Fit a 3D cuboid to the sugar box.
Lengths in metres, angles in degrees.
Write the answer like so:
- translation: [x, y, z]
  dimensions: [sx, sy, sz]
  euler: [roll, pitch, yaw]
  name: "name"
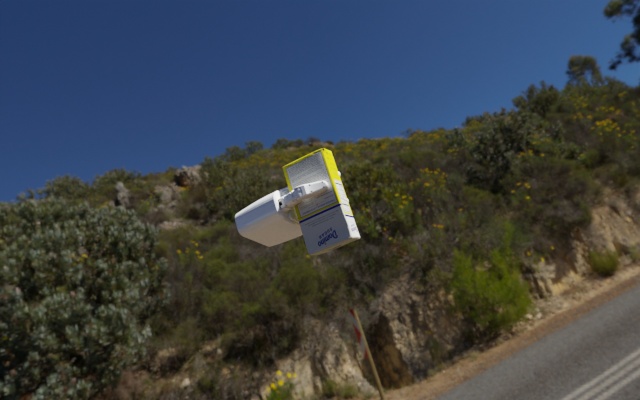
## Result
- translation: [0.000, 0.003, 0.871]
  dimensions: [0.093, 0.176, 0.048]
  euler: [-24, -14, 23]
  name: "sugar box"
